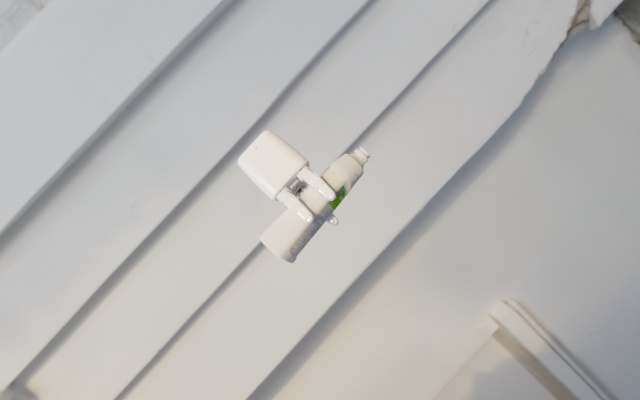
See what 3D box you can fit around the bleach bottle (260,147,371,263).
[{"bbox_3d":[0.000,0.003,0.894,0.068,0.251,0.102,42,-2,17],"label":"bleach bottle"}]
